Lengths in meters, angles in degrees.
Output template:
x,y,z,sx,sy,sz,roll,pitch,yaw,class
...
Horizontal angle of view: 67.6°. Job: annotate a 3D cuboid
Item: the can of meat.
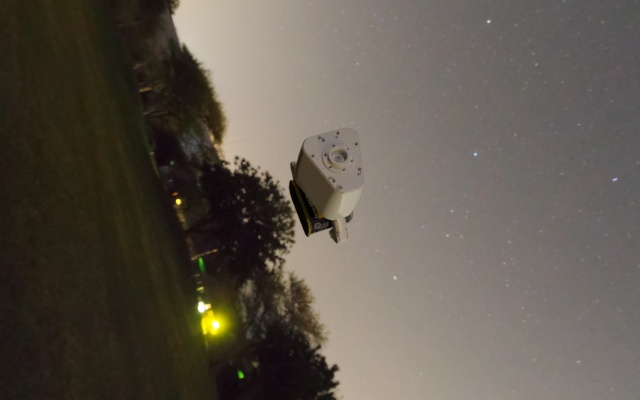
x,y,z,sx,sy,sz,roll,pitch,yaw,class
0.000,0.003,0.841,0.084,0.102,0.057,-17,-22,-14,can of meat
